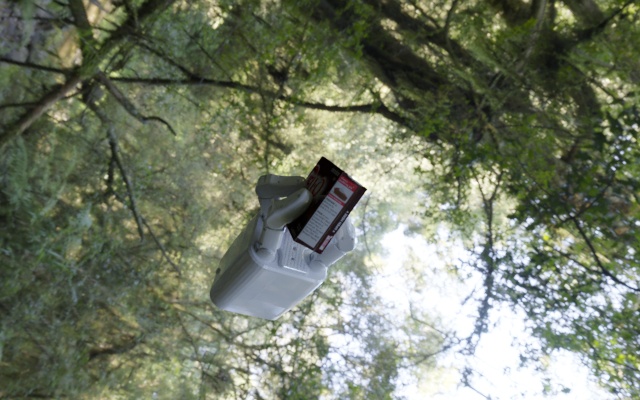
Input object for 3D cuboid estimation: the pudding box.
[{"bbox_3d":[0.000,0.002,0.541,0.039,0.090,0.113,33,5,-19],"label":"pudding box"}]
